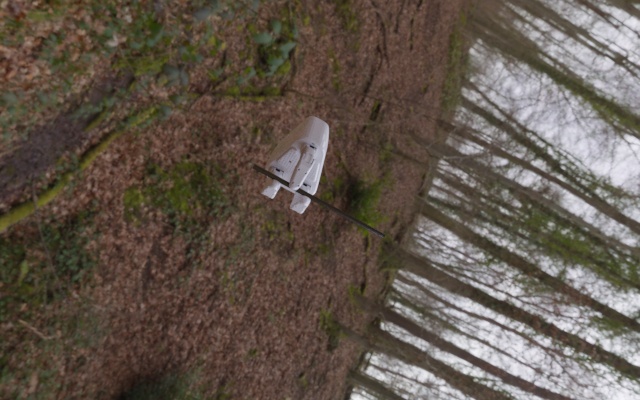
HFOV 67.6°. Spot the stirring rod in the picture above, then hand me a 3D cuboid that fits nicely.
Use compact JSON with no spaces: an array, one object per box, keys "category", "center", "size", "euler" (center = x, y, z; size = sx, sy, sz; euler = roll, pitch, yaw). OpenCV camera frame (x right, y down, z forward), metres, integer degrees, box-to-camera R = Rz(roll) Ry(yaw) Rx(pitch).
[{"category":"stirring rod","center":[0.000,0.002,0.764],"size":[0.239,0.011,0.011],"euler":[28,-5,-10]}]
